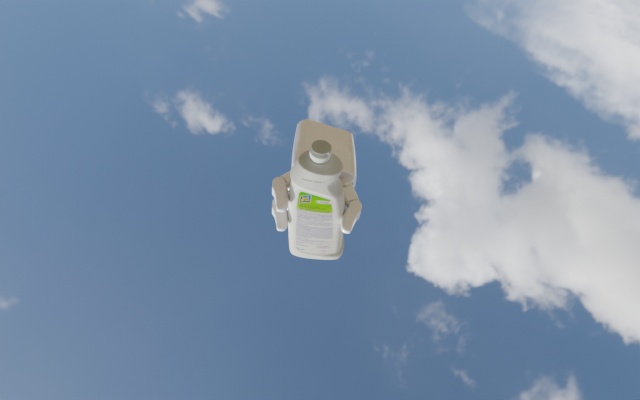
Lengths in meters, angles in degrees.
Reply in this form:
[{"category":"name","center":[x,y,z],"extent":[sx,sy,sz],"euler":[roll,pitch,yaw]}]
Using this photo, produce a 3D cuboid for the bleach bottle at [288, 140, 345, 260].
[{"category":"bleach bottle","center":[0.000,0.003,0.765],"extent":[0.102,0.068,0.251],"euler":[4,-38,-3]}]
